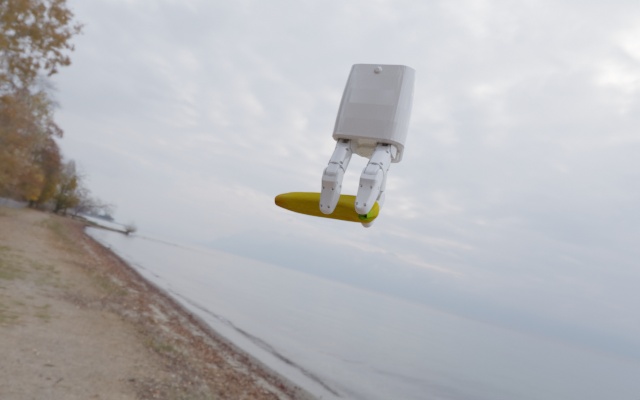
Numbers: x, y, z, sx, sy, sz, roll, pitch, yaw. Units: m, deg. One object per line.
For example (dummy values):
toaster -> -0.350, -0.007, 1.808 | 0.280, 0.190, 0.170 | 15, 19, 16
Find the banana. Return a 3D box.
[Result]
banana -> 0.016, 0.007, 0.665 | 0.069, 0.037, 0.198 | 17, -7, -39
